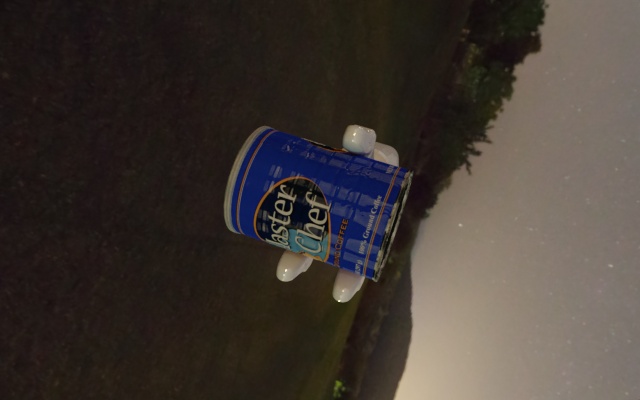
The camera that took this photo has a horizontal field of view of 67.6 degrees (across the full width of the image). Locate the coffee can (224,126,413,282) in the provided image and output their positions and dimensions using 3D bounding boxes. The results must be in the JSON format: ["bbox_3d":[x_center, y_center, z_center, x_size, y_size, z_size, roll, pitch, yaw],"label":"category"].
[{"bbox_3d":[0.000,0.001,0.429,0.140,0.103,0.103,18,4,12],"label":"coffee can"}]
